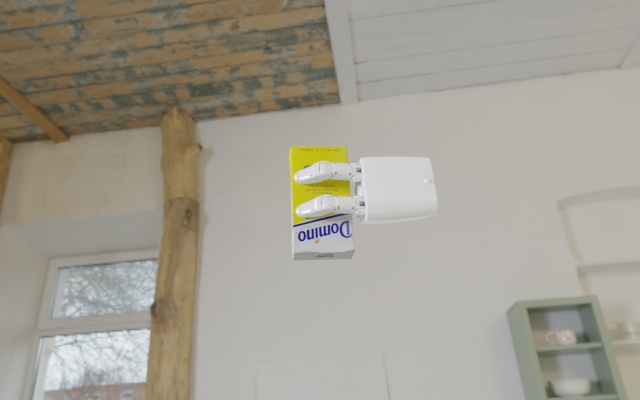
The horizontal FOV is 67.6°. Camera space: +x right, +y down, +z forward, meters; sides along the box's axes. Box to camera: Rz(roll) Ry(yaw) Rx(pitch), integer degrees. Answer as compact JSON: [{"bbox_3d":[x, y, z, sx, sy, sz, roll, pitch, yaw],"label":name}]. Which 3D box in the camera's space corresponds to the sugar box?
[{"bbox_3d":[0.000,0.002,0.737,0.093,0.176,0.048,-1,-25,-6],"label":"sugar box"}]
